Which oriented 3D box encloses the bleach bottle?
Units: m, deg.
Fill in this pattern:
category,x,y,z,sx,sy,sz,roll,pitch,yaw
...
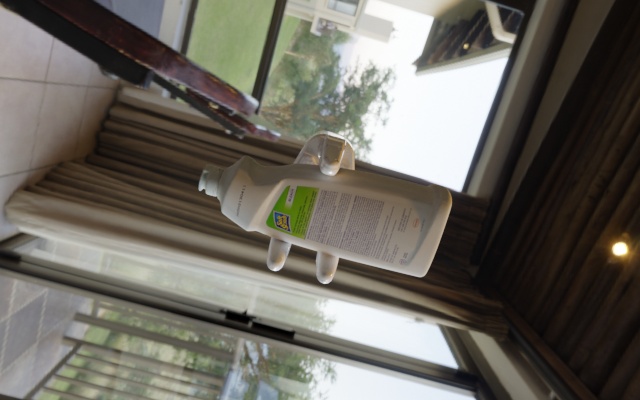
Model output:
category,x,y,z,sx,sy,sz,roll,pitch,yaw
bleach bottle,0.000,0.002,0.503,0.251,0.102,0.068,16,13,-3
